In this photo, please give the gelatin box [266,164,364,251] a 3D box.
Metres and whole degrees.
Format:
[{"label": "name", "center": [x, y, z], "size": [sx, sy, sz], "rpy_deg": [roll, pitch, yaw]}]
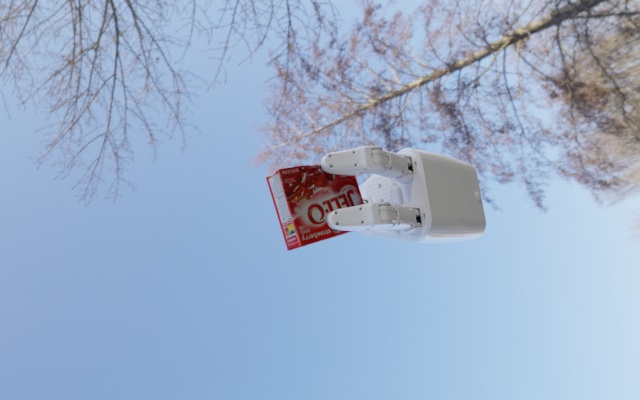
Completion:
[{"label": "gelatin box", "center": [0.000, 0.002, 0.459], "size": [0.089, 0.073, 0.030], "rpy_deg": [-13, -7, -36]}]
